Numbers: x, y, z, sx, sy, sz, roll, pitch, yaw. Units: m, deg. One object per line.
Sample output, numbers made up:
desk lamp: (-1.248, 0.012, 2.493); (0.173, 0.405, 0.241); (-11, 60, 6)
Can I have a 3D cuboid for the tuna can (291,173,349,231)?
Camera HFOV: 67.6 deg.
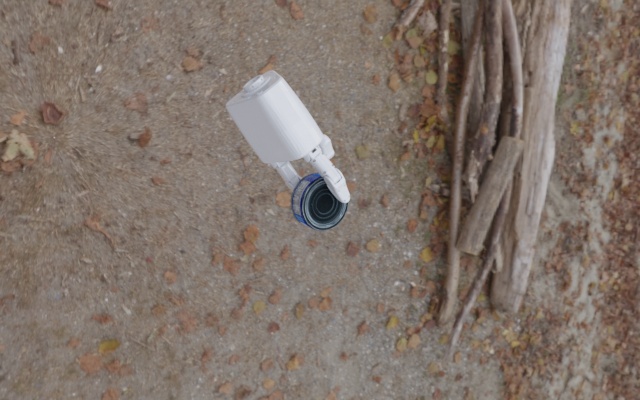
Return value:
tuna can: (0.000, 0.003, 0.724); (0.086, 0.086, 0.033); (0, 11, -33)
